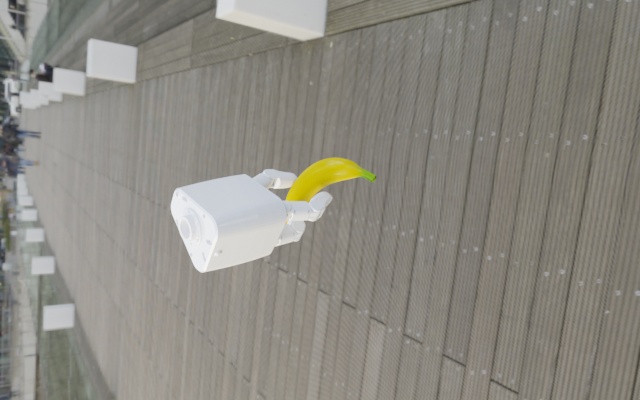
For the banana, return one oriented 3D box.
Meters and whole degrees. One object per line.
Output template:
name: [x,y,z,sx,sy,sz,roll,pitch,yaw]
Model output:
banana: [-0.008,-0.015,0.720,0.198,0.069,0.037,-32,0,43]
